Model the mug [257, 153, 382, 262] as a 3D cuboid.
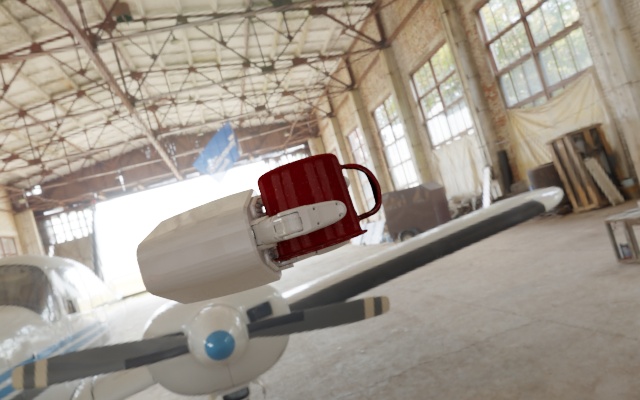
[{"bbox_3d":[0.001,0.001,0.453,0.117,0.081,0.093,-18,-3,1],"label":"mug"}]
